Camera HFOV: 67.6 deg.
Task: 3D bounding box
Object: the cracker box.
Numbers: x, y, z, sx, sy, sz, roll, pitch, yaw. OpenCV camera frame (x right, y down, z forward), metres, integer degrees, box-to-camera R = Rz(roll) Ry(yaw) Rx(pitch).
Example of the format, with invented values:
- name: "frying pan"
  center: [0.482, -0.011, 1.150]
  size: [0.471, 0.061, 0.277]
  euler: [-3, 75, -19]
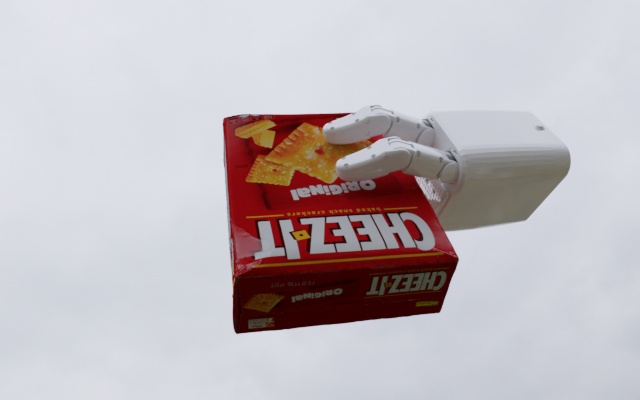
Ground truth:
- name: "cracker box"
  center: [0.000, 0.001, 0.421]
  size: [0.164, 0.072, 0.213]
  euler: [-3, 40, -11]
